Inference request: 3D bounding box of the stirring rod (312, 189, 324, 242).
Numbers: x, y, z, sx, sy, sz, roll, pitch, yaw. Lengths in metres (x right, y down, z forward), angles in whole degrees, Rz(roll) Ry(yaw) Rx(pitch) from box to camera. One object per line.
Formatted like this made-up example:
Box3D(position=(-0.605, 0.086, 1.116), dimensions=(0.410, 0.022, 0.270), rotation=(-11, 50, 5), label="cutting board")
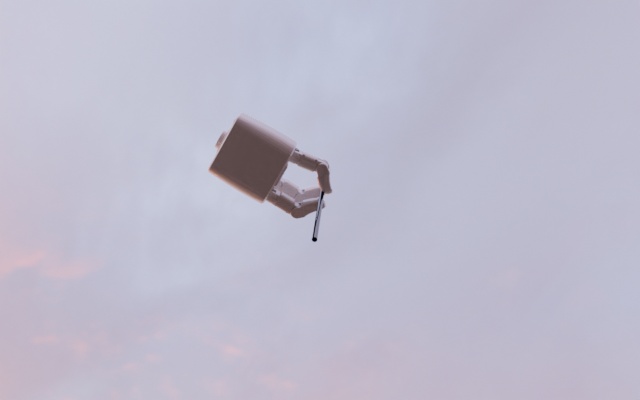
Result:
Box3D(position=(0.000, 0.003, 0.775), dimensions=(0.011, 0.011, 0.239), rotation=(0, 26, 4), label="stirring rod")
